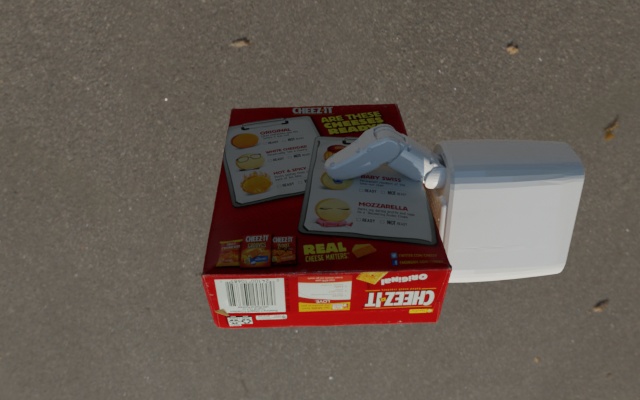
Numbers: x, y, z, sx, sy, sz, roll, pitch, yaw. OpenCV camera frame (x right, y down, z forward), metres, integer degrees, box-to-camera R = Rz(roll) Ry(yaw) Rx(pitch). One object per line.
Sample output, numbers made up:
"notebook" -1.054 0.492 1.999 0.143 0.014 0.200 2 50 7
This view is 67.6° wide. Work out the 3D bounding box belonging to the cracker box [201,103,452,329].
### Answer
"cracker box" 0.000 0.001 0.403 0.164 0.072 0.213 -2 40 -2
